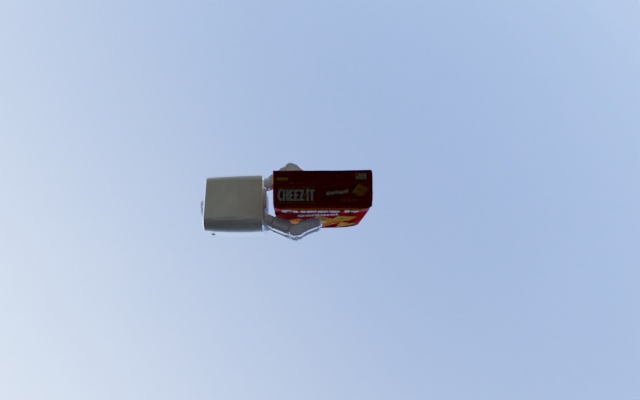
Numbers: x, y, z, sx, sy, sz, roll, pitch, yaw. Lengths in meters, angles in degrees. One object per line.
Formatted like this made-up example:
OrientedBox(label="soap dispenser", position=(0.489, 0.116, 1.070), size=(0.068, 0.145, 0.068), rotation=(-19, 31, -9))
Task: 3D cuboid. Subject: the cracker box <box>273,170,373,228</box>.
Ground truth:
OrientedBox(label="cracker box", position=(0.000, 0.003, 0.871), size=(0.164, 0.072, 0.214), rotation=(-1, -11, -2))
